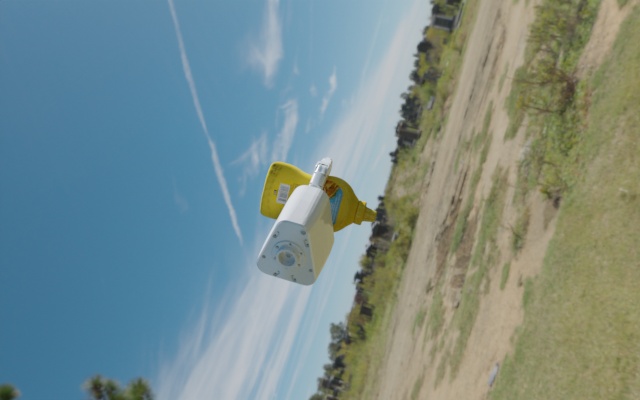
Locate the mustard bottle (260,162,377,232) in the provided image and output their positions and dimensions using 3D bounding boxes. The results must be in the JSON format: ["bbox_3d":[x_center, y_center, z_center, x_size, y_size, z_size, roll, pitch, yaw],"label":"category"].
[{"bbox_3d":[0.000,0.002,0.804,0.191,0.096,0.058,15,7,7],"label":"mustard bottle"}]
